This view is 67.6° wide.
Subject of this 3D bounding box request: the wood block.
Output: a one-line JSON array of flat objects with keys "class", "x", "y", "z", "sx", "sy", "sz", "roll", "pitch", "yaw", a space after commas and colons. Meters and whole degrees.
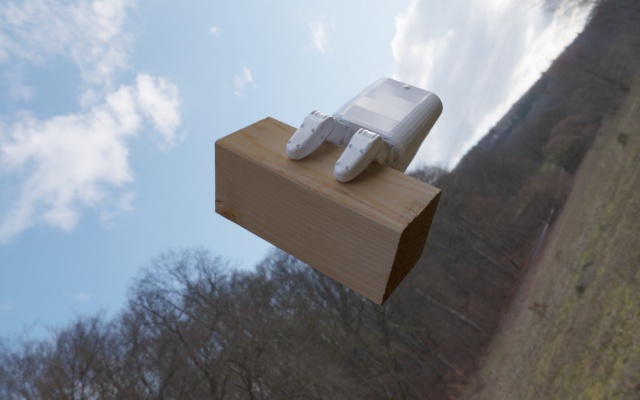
[{"class": "wood block", "x": 0.000, "y": 0.002, "z": 0.479, "sx": 0.206, "sy": 0.091, "sz": 0.090, "roll": 26, "pitch": 39, "yaw": 24}]
